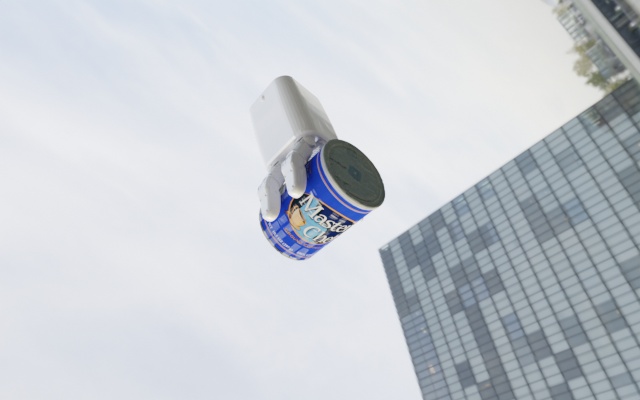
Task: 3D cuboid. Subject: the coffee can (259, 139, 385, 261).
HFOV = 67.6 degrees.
[{"bbox_3d":[0.000,0.002,0.627,0.103,0.102,0.140,0,-32,-47],"label":"coffee can"}]
